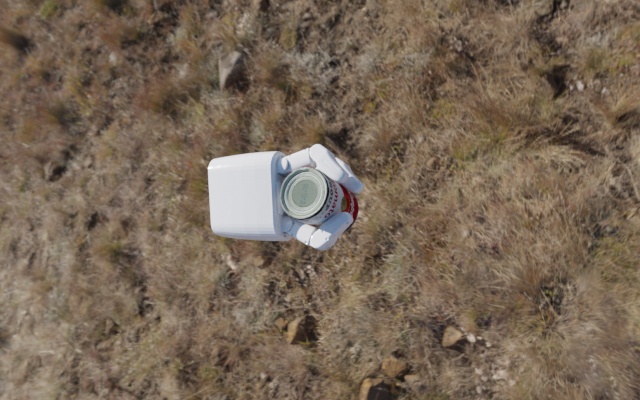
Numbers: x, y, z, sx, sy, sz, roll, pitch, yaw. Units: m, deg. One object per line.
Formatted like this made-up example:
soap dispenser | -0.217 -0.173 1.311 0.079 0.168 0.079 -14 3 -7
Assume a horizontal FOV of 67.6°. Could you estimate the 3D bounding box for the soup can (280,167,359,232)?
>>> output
soup can | 0.000 0.002 0.618 0.068 0.068 0.102 0 -13 26
